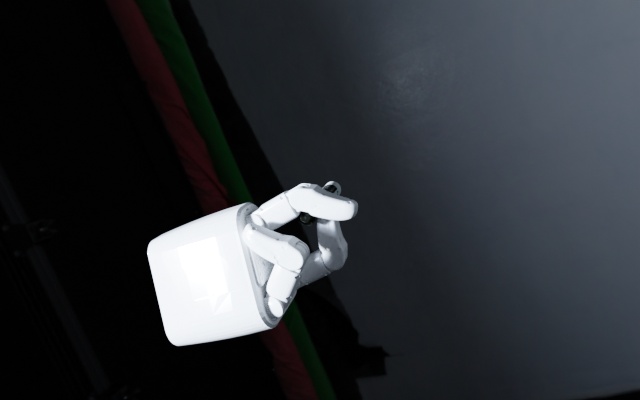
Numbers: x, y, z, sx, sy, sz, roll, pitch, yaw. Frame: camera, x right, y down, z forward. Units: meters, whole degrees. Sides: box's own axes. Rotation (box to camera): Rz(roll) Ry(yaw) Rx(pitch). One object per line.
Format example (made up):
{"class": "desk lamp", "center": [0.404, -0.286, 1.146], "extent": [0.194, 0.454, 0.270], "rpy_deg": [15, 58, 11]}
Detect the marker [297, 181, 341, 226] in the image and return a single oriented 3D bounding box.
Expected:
{"class": "marker", "center": [0.000, 0.002, 0.484], "extent": [0.020, 0.020, 0.121], "rpy_deg": [0, 14, 14]}
